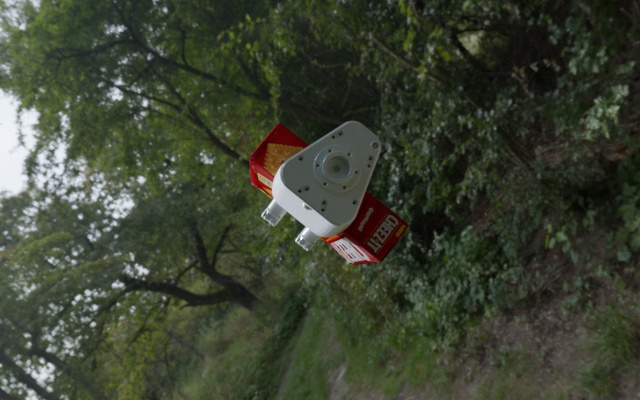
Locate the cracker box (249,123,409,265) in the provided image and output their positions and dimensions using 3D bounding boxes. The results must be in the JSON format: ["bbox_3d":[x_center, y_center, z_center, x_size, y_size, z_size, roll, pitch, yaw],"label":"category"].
[{"bbox_3d":[0.000,0.002,0.678,0.213,0.072,0.164,39,-12,-1],"label":"cracker box"}]
